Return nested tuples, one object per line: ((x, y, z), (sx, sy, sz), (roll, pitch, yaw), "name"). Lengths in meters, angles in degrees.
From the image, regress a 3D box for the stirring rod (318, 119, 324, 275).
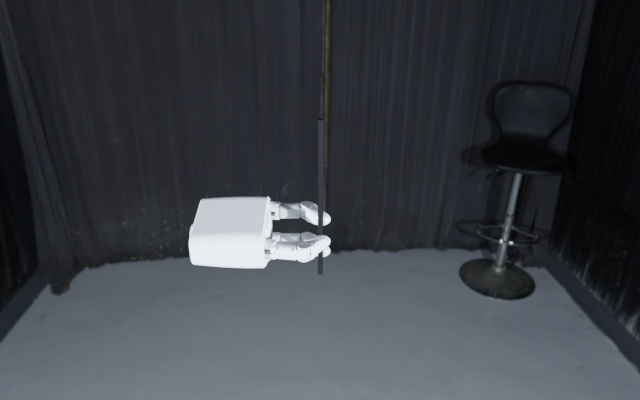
((0.000, 0.002, 0.681), (0.011, 0.240, 0.011), (0, 25, 0), "stirring rod")
